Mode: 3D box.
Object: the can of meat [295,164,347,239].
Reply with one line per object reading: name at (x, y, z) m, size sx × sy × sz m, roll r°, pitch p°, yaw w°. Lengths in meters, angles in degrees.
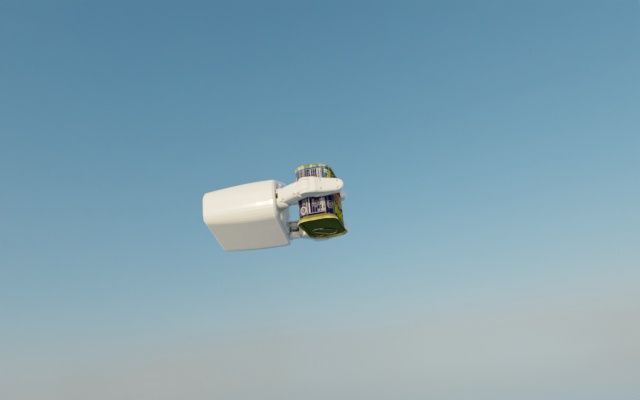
can of meat at (0.000, 0.002, 0.699) m, size 0.057 × 0.084 × 0.102 m, roll -10°, pitch -20°, yaw 10°
